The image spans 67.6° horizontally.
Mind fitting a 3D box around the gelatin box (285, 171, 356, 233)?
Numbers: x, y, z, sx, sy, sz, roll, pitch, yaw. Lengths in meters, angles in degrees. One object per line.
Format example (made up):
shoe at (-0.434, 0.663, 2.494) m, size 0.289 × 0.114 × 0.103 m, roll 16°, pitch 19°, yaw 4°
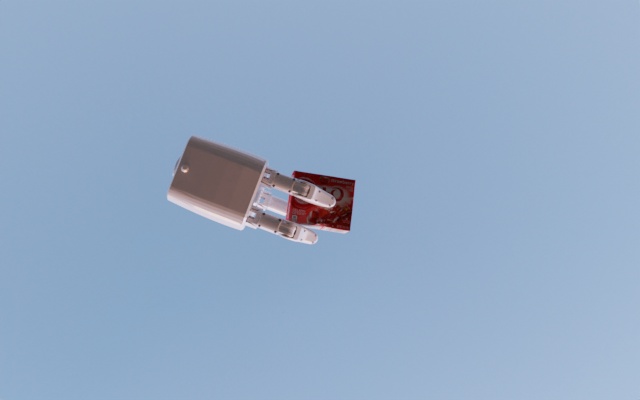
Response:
gelatin box at (0.000, 0.002, 0.658) m, size 0.089 × 0.073 × 0.030 m, roll 9°, pitch -12°, yaw -11°
